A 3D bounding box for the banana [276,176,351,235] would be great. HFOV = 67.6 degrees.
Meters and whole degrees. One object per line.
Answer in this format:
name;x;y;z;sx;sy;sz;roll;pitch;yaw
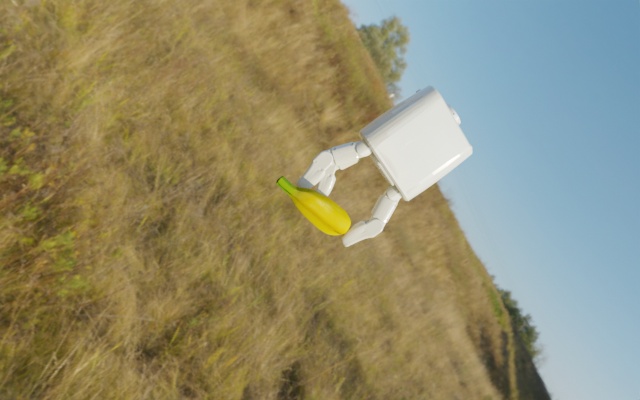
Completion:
banana;0.009;0.015;0.617;0.037;0.069;0.198;-38;-23;6
